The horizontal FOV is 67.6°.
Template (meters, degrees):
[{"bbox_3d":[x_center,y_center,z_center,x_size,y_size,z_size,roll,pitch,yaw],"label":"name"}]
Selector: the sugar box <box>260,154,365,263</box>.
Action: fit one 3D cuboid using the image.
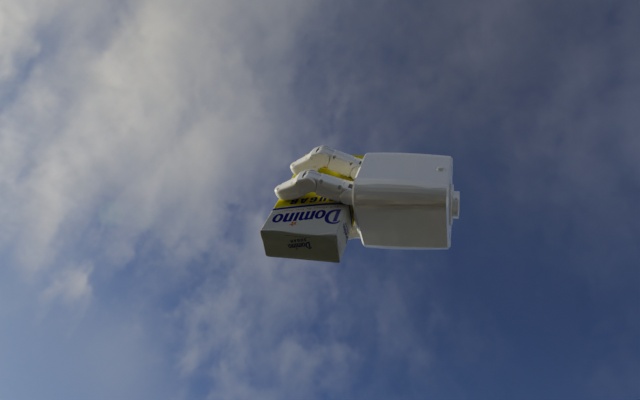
[{"bbox_3d":[0.000,0.001,0.600,0.093,0.048,0.176,3,34,17],"label":"sugar box"}]
